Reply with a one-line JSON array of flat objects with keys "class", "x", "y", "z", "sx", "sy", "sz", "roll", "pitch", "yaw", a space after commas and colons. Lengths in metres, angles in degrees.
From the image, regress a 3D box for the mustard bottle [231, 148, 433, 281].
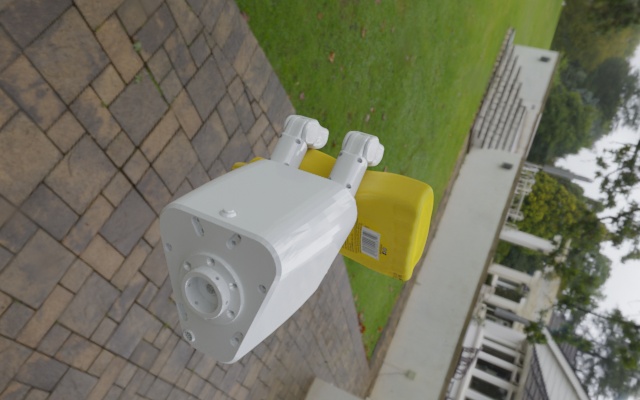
[{"class": "mustard bottle", "x": 0.000, "y": 0.001, "z": 0.431, "sx": 0.191, "sy": 0.096, "sz": 0.058, "roll": 19, "pitch": 50, "yaw": 21}]
